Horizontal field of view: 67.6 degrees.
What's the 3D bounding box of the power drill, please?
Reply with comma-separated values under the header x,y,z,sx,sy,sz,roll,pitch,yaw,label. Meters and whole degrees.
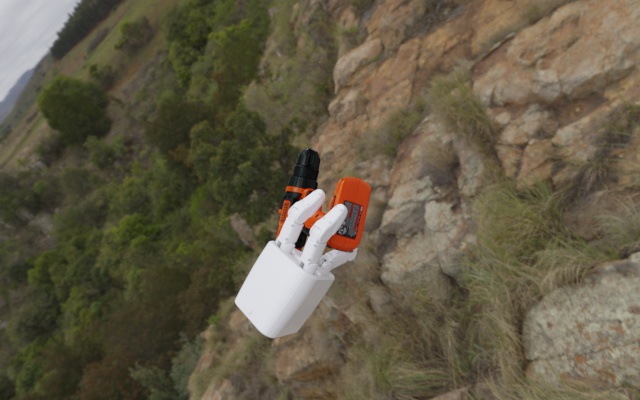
x,y,z,sx,sy,sz,roll,pitch,yaw,label
0.000,0.003,0.752,0.057,0.184,0.187,14,-6,-30,power drill
